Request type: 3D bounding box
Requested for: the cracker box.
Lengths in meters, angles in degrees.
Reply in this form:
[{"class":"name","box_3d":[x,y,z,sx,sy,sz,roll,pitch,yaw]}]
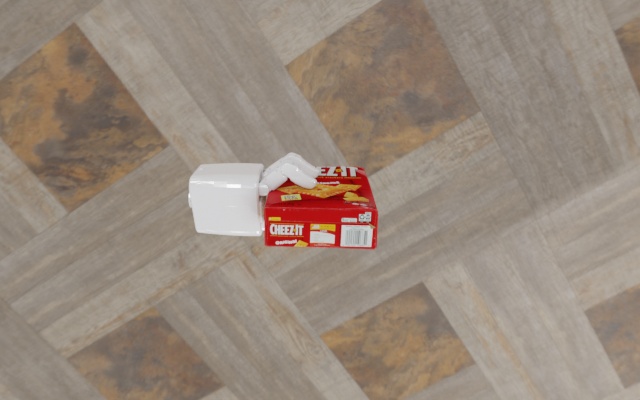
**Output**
[{"class":"cracker box","box_3d":[0.000,0.003,0.773,0.164,0.072,0.213,1,21,-1]}]
